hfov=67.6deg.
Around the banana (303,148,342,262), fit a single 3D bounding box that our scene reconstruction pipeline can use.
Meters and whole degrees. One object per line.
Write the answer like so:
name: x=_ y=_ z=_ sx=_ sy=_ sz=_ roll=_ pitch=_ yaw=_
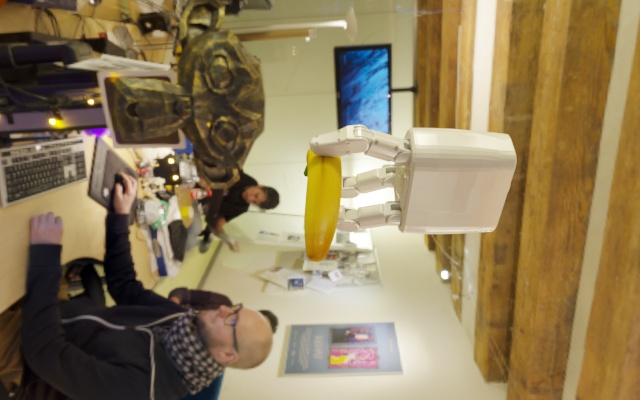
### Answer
banana: x=0.002 y=-0.016 z=0.500 sx=0.037 sy=0.070 sz=0.197 roll=6 pitch=27 yaw=-4
